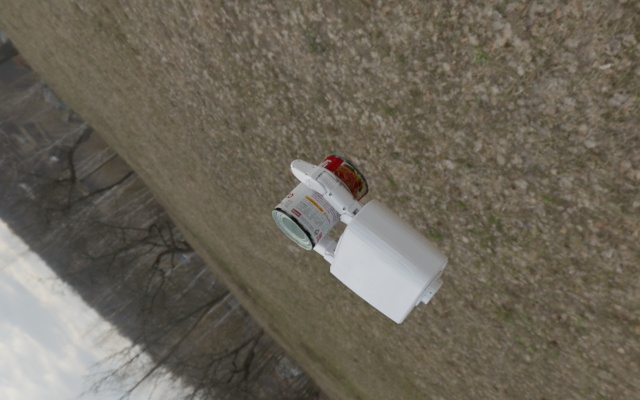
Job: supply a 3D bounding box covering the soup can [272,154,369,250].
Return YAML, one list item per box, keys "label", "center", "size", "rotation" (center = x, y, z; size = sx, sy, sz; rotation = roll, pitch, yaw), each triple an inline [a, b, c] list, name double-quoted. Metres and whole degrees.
- label: "soup can"
  center: [0.000, 0.002, 0.576]
  size: [0.102, 0.068, 0.068]
  rotation: [-45, 19, -20]
